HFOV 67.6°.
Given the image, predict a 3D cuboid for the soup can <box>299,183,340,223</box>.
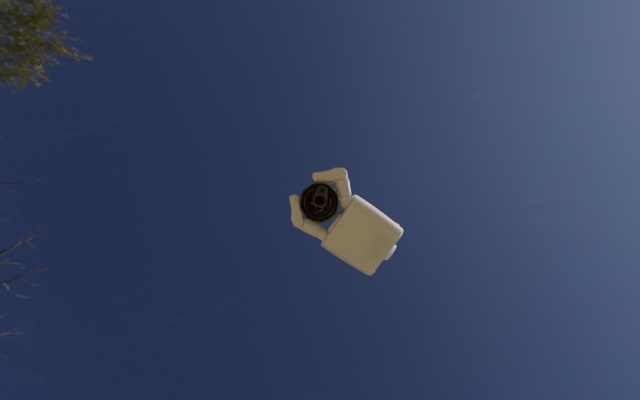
[{"bbox_3d":[0.000,0.003,0.849,0.068,0.068,0.102,0,1,2],"label":"soup can"}]
